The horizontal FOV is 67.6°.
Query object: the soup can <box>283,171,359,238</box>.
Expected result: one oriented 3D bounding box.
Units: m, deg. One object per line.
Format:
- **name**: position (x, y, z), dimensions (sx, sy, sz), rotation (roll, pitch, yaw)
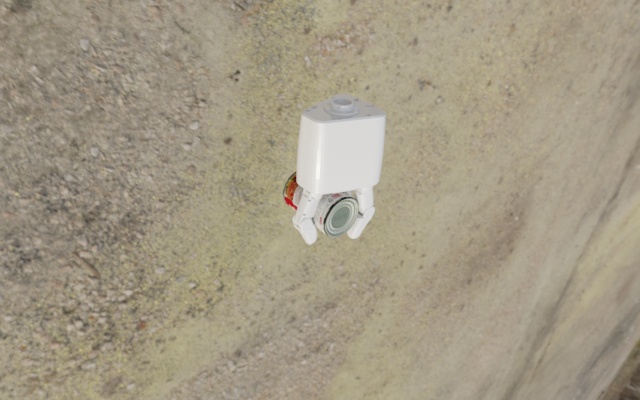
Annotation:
- **soup can**: position (0.000, 0.003, 0.716), dimensions (0.068, 0.068, 0.102), rotation (0, 27, -45)
